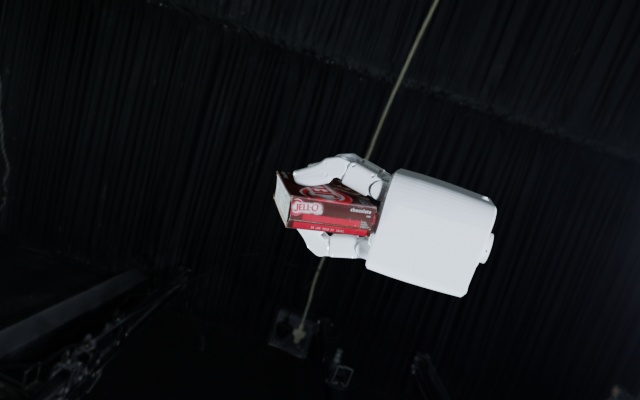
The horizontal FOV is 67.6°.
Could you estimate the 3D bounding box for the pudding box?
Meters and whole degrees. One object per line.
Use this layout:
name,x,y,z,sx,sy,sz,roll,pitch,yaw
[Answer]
pudding box,0.000,0.002,0.518,0.090,0.039,0.113,9,12,-15
